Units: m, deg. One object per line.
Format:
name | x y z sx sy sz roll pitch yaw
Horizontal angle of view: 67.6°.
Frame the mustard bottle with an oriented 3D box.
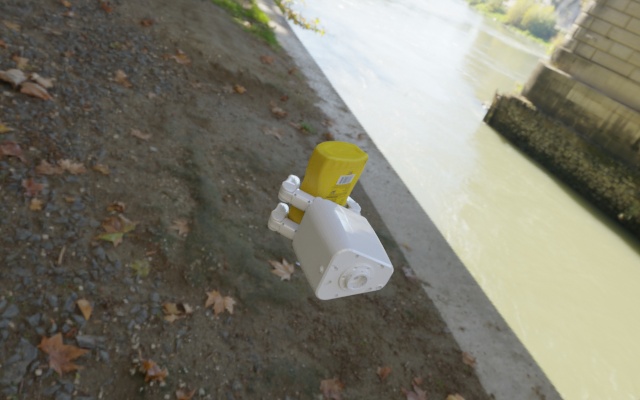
mustard bottle | 0.000 0.002 0.743 0.096 0.192 0.058 -11 44 -46
